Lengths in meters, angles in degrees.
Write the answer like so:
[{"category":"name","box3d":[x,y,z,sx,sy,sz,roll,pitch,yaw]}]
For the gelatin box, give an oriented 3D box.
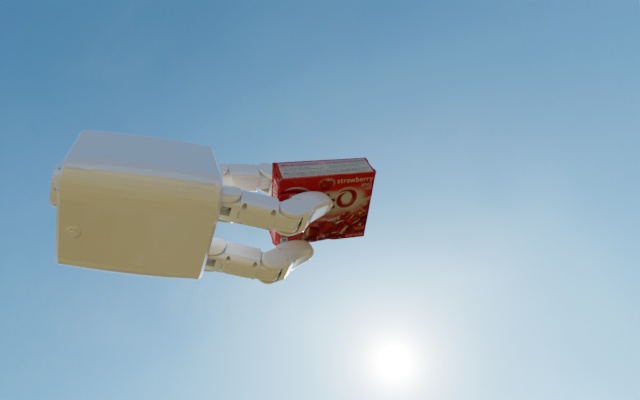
[{"category":"gelatin box","box3d":[0.000,0.001,0.429,0.089,0.073,0.030,-5,36,-16]}]
